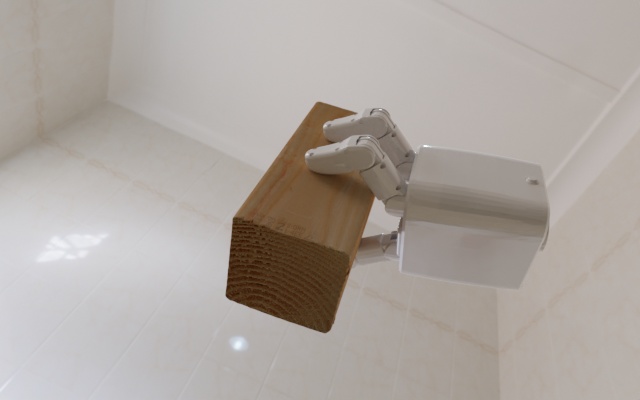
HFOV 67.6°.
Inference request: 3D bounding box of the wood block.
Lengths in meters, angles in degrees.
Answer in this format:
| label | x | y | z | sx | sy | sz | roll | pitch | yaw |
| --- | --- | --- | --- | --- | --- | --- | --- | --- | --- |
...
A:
| label | x | y | z | sx | sy | sz | roll | pitch | yaw |
| --- | --- | --- | --- | --- | --- | --- | --- | --- | --- |
| wood block | 0.000 | 0.002 | 0.431 | 0.090 | 0.091 | 0.206 | 18 | 37 | 7 |
